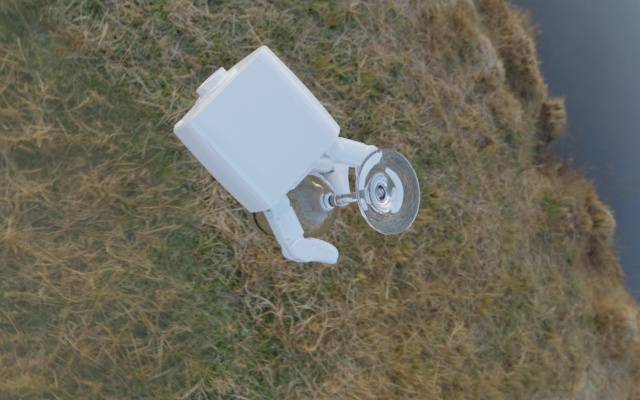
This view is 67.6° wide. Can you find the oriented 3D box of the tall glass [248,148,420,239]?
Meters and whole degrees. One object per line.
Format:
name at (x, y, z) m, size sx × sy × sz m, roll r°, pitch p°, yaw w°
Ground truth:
tall glass at (0.001, 0.002, 0.485) m, size 0.079 × 0.079 × 0.201 m, roll 0°, pitch -6°, yaw -36°
